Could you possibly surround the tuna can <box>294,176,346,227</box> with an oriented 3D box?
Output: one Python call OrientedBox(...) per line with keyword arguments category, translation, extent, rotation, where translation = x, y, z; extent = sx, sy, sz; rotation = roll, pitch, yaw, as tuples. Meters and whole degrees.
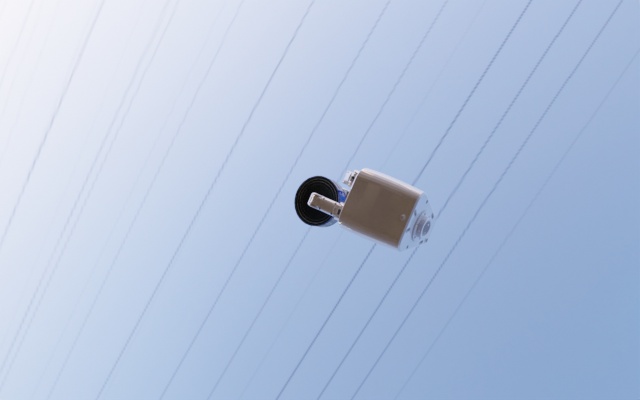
OrientedBox(category="tuna can", translation=(0.000, 0.003, 0.814), extent=(0.086, 0.086, 0.034), rotation=(0, -8, 29))
